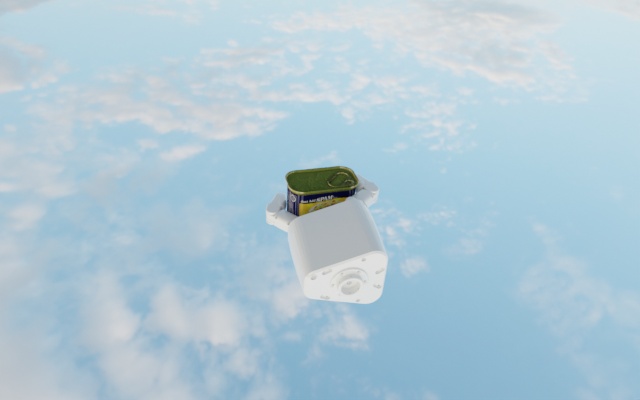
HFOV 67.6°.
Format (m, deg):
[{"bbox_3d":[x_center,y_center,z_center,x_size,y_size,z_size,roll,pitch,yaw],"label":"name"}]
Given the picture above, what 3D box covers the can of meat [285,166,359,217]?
[{"bbox_3d":[0.000,0.003,0.698,0.102,0.084,0.057,-7,37,-14],"label":"can of meat"}]
